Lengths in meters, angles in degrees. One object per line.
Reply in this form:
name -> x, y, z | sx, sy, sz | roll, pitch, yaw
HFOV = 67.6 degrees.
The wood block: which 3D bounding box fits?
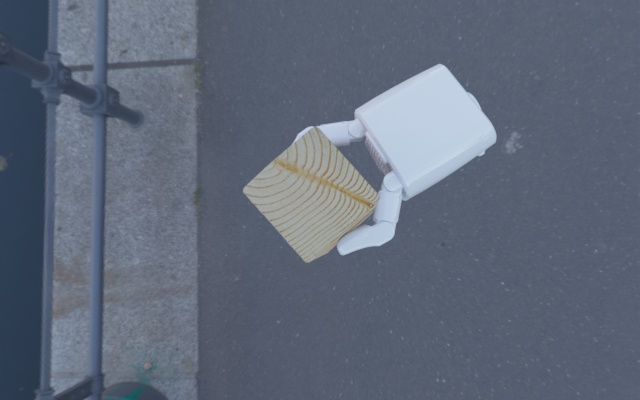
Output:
wood block -> 0.000, 0.001, 0.520 | 0.090, 0.091, 0.206 | -42, -7, 1
